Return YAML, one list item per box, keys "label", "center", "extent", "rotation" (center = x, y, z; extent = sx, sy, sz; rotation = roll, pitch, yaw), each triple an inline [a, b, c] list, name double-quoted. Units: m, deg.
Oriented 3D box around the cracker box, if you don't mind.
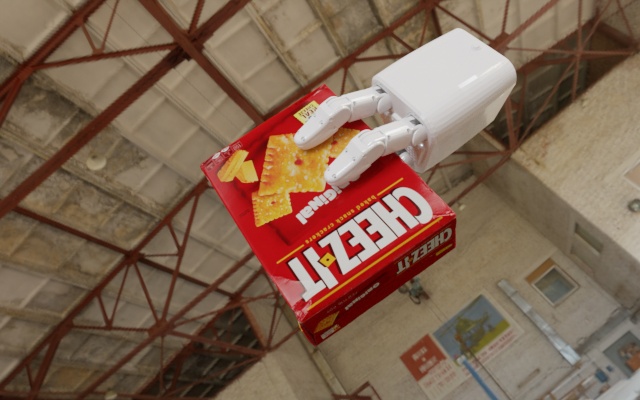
- label: "cracker box"
  center: [0.000, 0.002, 0.470]
  extent: [0.164, 0.213, 0.072]
  rotation: [-34, -34, -8]
